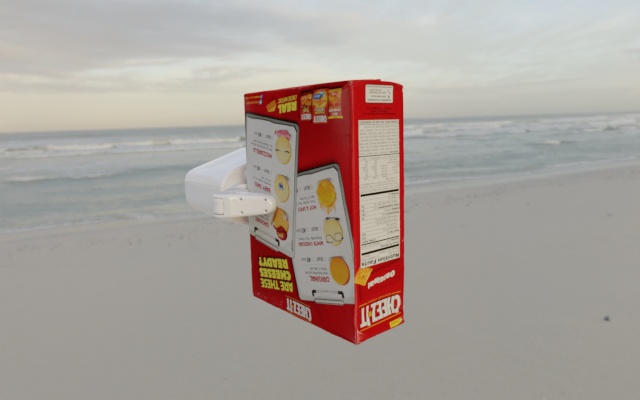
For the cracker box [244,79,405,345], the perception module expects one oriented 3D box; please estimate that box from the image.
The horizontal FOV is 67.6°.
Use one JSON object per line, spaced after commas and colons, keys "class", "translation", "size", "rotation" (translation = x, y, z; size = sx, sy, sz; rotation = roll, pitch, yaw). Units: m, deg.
{"class": "cracker box", "translation": [0.000, 0.001, 0.451], "size": [0.072, 0.214, 0.164], "rotation": [-9, 12, -38]}
